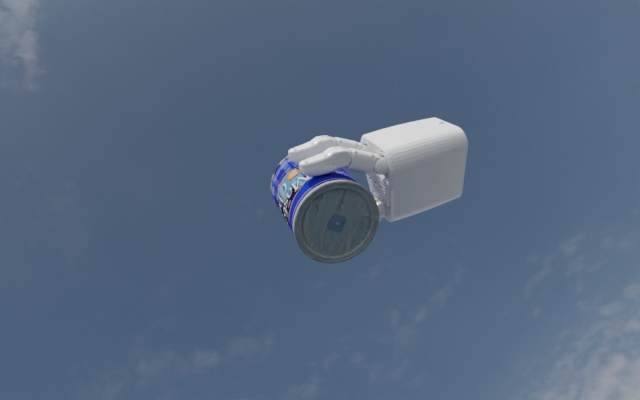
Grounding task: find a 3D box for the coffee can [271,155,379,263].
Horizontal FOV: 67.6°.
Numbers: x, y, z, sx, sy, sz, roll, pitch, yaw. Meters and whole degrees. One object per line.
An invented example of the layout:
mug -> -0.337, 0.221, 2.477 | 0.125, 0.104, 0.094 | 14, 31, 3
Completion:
coffee can -> 0.000, 0.002, 0.605 | 0.103, 0.103, 0.140 | 0, 21, -18
